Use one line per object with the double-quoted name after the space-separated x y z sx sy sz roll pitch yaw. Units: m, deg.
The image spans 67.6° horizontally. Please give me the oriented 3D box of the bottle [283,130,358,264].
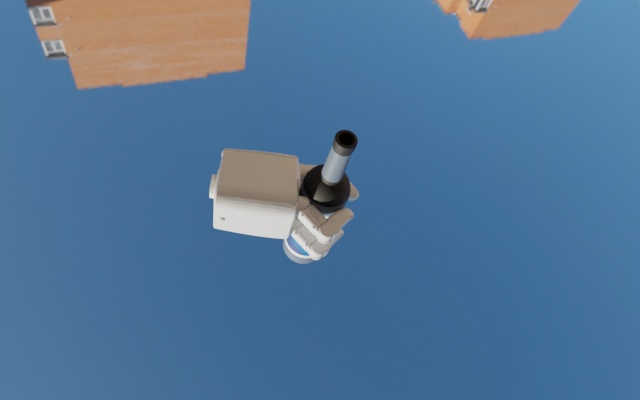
0.000 0.002 0.672 0.069 0.069 0.296 0 -30 -13 "bottle"
